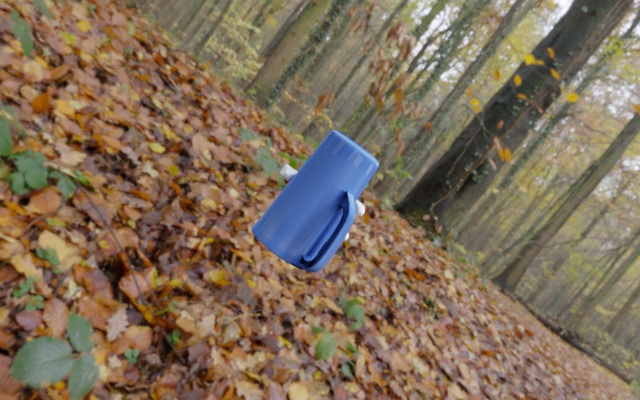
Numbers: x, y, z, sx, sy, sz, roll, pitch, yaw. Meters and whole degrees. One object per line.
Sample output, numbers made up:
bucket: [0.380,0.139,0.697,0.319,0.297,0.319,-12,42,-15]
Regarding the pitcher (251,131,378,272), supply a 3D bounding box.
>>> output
pitcher: [0.000,0.003,0.865,0.149,0.243,0.145,37,6,3]
